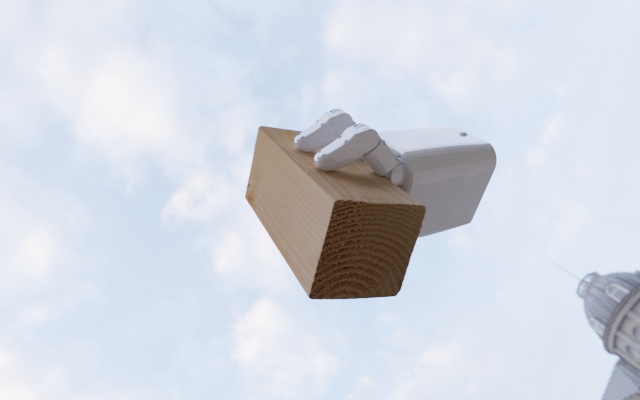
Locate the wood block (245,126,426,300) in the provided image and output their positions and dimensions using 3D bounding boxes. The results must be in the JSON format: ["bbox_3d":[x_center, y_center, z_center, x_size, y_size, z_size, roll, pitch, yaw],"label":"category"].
[{"bbox_3d":[0.000,0.002,0.473,0.090,0.091,0.206,4,22,-26],"label":"wood block"}]
